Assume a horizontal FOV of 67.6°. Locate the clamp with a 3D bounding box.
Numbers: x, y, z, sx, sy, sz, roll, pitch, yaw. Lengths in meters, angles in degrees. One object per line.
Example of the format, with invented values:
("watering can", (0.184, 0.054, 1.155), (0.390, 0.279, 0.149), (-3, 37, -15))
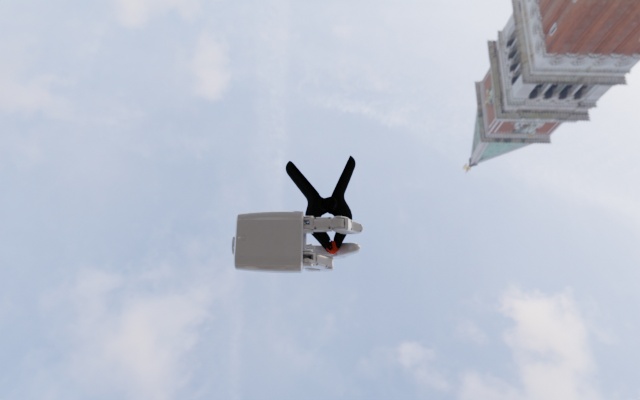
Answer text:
("clamp", (0.000, 0.003, 0.799), (0.120, 0.171, 0.039), (1, -19, -1))
